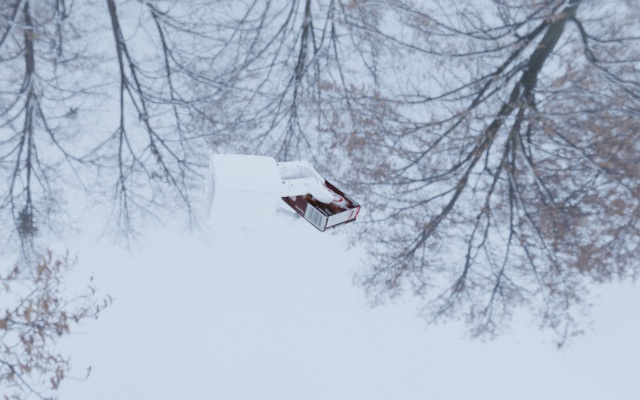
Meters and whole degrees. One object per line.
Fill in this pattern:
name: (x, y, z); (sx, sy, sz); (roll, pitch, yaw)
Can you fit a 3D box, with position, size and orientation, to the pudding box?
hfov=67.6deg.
pudding box: (0.000, 0.003, 0.841); (0.090, 0.039, 0.113); (-18, 47, -43)
